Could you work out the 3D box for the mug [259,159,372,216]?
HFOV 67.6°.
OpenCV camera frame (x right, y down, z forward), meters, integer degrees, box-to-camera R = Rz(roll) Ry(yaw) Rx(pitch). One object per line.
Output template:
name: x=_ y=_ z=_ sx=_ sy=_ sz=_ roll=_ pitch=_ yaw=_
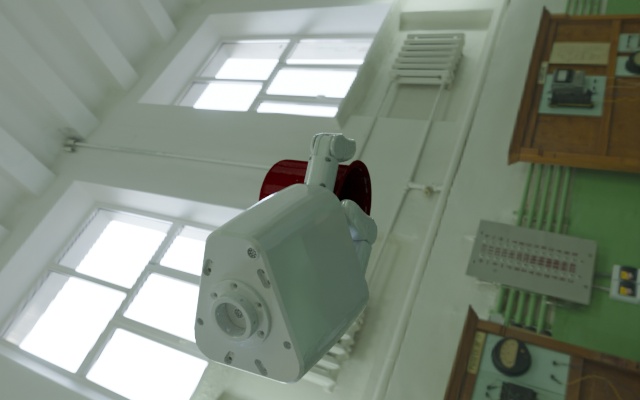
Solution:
mug: x=0.001 y=0.001 z=0.464 sx=0.081 sy=0.093 sz=0.117 roll=8 pitch=18 yaw=25
